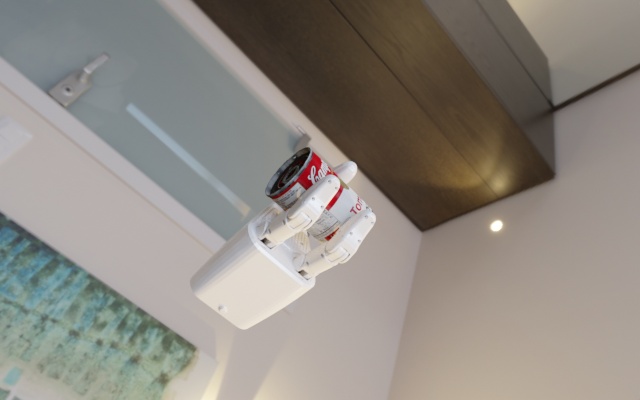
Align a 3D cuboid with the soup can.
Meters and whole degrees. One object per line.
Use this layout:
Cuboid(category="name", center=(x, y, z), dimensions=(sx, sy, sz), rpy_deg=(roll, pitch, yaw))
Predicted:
Cuboid(category="soup can", center=(0.001, 0.002, 0.515), dimensions=(0.102, 0.068, 0.068), rpy_deg=(43, -18, -20))
